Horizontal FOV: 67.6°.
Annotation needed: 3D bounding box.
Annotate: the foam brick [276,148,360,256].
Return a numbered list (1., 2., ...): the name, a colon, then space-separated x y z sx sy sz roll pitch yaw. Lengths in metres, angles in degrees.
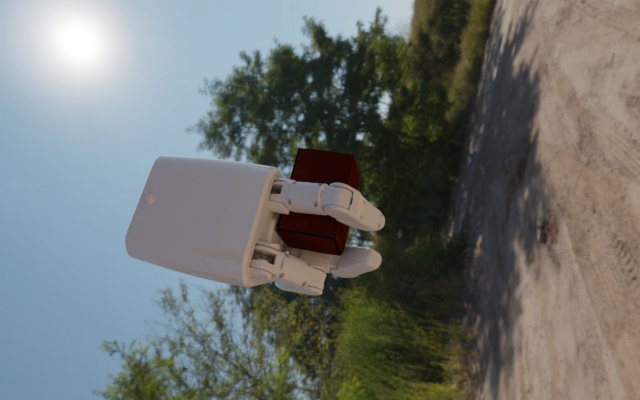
1. foam brick: 0.000 0.001 0.414 0.051 0.078 0.053 9 -21 13
